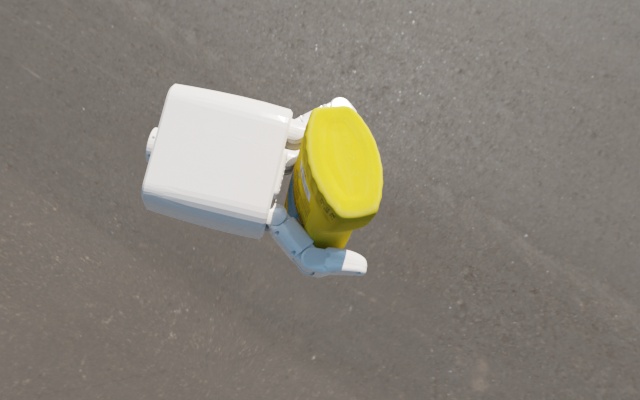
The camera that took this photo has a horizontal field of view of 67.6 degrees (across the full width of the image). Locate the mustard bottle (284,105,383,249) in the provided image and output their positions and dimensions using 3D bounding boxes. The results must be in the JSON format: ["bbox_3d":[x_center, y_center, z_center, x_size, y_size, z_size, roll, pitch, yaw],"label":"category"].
[{"bbox_3d":[0.000,0.001,0.441,0.058,0.096,0.192,-9,-19,-15],"label":"mustard bottle"}]
